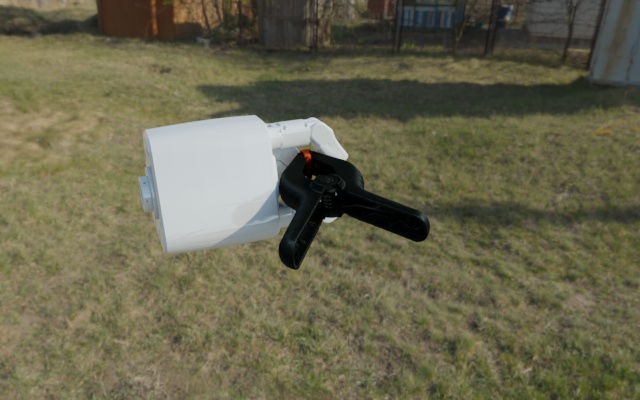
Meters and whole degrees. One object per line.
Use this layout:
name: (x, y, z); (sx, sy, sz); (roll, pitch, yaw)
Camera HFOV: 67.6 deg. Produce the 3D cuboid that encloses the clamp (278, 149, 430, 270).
clamp: (0.000, 0.001, 0.419); (0.120, 0.039, 0.171); (-10, 28, -23)
